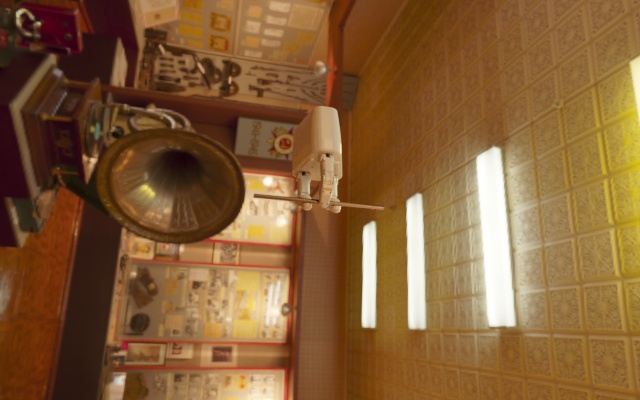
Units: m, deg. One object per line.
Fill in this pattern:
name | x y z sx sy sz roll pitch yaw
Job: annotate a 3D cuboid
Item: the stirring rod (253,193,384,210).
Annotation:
stirring rod | 0.000 0.003 0.860 0.239 0.011 0.011 6 -1 -13
